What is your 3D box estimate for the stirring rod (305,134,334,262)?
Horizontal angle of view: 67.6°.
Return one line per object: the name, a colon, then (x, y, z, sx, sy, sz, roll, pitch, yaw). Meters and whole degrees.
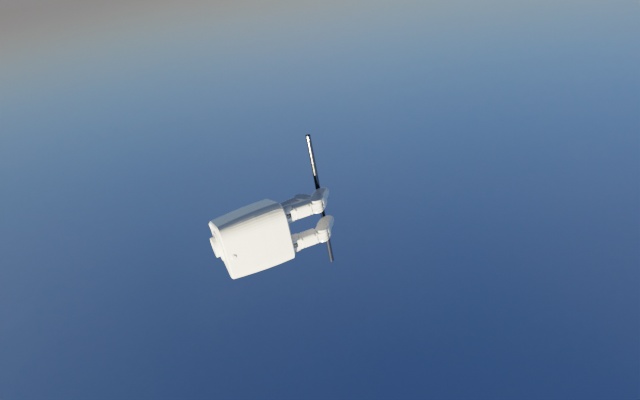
stirring rod: (0.000, 0.003, 0.806, 0.011, 0.240, 0.011, -9, 27, 4)
